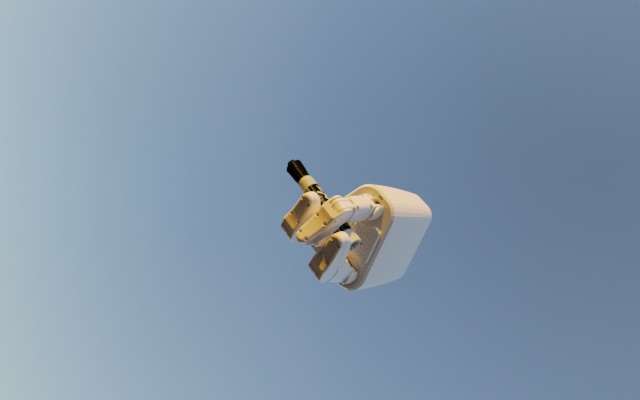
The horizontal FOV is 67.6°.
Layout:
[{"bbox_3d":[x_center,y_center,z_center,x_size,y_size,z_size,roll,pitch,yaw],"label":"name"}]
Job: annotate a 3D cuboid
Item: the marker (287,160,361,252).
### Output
[{"bbox_3d":[0.000,0.002,0.493,0.020,0.121,0.020,-28,-28,-17],"label":"marker"}]
